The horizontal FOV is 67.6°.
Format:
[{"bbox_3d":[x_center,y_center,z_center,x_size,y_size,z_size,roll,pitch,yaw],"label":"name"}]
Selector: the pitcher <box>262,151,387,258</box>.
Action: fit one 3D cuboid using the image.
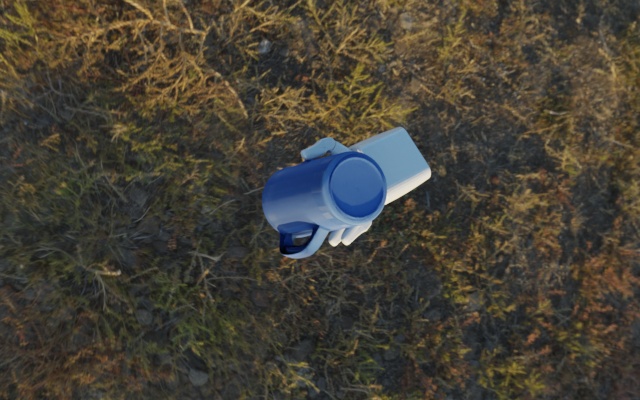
[{"bbox_3d":[0.000,0.002,0.781,0.145,0.149,0.243,-26,6,-24],"label":"pitcher"}]
